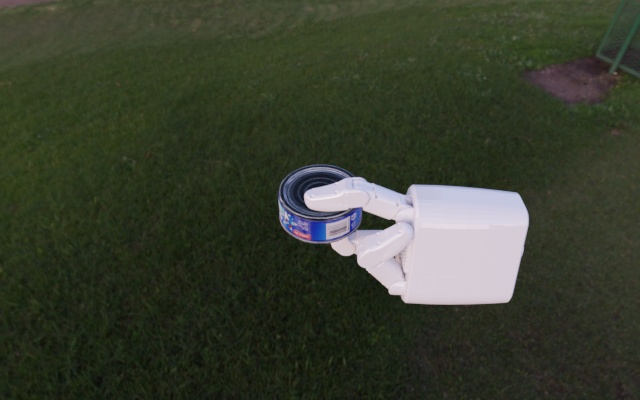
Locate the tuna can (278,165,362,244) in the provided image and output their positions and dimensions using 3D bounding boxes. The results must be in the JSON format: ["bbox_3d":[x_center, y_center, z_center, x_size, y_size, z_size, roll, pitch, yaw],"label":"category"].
[{"bbox_3d":[0.000,0.001,0.483,0.086,0.034,0.086,-1,42,0],"label":"tuna can"}]
